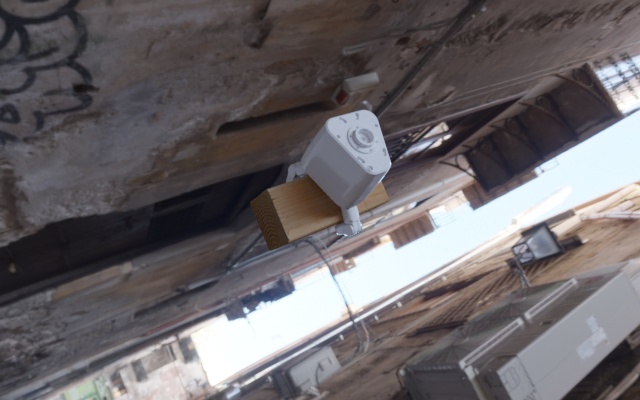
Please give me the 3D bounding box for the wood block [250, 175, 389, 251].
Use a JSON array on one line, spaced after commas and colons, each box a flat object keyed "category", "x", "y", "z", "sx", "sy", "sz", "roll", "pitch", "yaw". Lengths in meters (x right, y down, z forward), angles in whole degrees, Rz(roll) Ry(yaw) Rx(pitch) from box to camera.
[{"category": "wood block", "x": 0.001, "y": 0.003, "z": 0.810, "sx": 0.206, "sy": 0.091, "sz": 0.090, "roll": -20, "pitch": -5, "yaw": -30}]
